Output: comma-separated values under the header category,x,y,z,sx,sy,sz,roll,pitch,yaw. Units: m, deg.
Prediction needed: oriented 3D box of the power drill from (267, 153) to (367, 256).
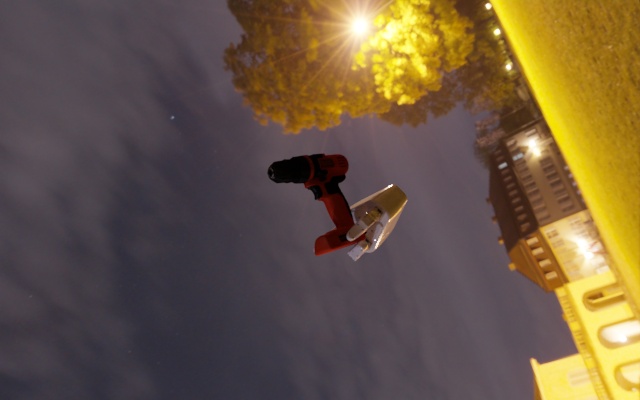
category,x,y,z,sx,sy,sz,roll,pitch,yaw
power drill,0.000,0.003,0.888,0.184,0.187,0.057,-11,-10,-40
